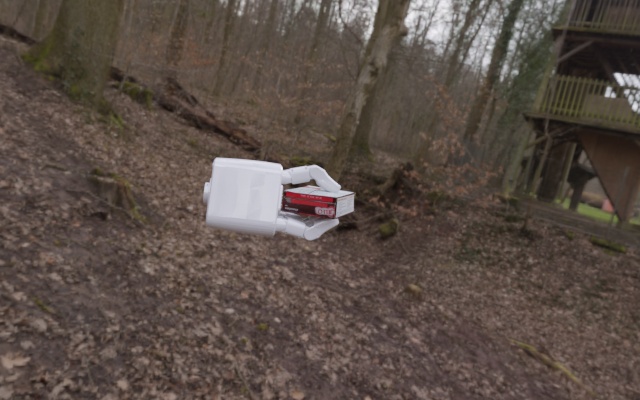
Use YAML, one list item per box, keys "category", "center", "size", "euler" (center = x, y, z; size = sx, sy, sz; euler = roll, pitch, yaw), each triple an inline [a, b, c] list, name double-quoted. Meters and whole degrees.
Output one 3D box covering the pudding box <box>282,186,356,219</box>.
- category: "pudding box"
  center: [0.000, 0.002, 0.777]
  size: [0.090, 0.039, 0.113]
  euler: [9, 9, 19]
